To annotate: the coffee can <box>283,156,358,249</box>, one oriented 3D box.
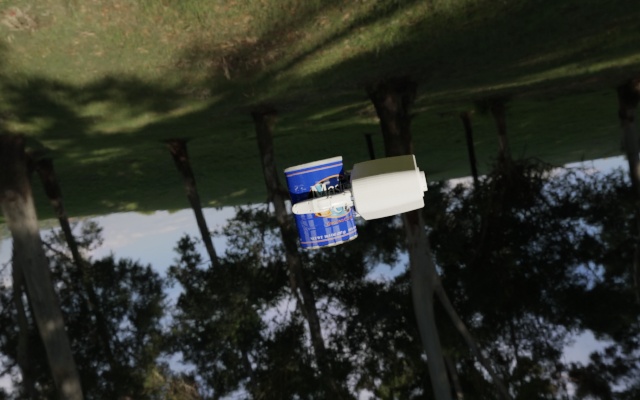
[{"bbox_3d":[0.000,0.003,0.821,0.103,0.140,0.103,-12,5,1],"label":"coffee can"}]
